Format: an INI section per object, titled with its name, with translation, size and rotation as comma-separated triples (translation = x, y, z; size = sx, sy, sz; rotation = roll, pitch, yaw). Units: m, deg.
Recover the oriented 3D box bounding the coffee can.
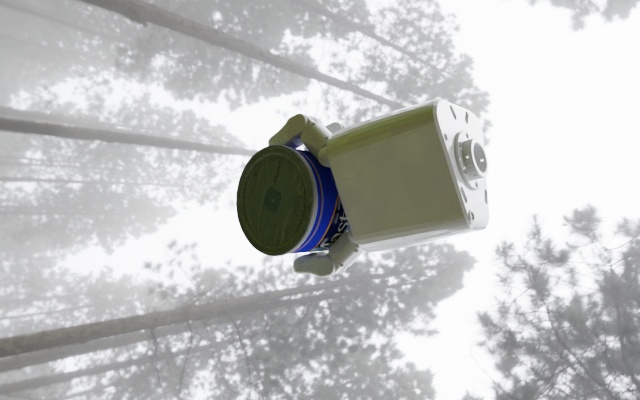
[coffee can]
translation = 0.000, 0.002, 0.491
size = 0.103, 0.103, 0.140
rotation = 0, -1, 40
